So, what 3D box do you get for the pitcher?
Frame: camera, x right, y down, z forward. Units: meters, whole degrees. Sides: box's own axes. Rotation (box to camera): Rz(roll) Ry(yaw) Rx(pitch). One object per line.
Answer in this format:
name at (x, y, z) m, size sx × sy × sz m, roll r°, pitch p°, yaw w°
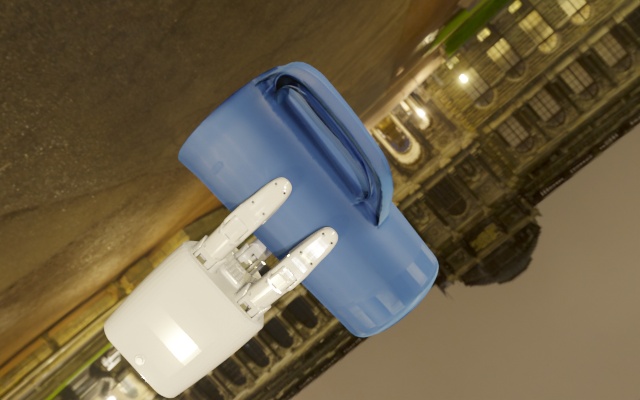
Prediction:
pitcher at (0.000, 0.002, 0.441) m, size 0.145 × 0.243 × 0.149 m, roll -41°, pitch 2°, yaw 4°
